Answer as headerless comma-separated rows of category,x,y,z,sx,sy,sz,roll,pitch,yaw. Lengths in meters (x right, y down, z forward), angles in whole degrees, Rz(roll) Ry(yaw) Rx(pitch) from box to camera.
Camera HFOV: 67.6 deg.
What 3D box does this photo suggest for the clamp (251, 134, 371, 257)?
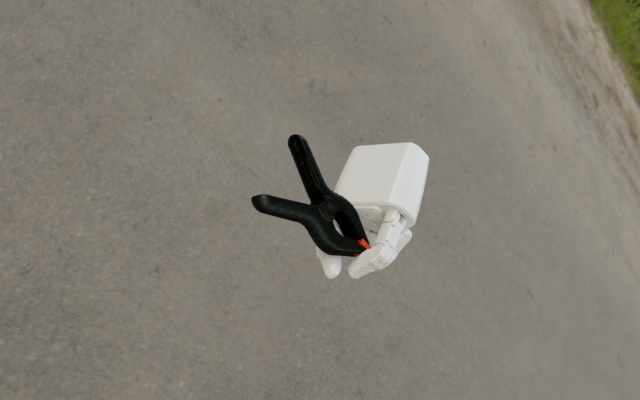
clamp,0.001,0.002,0.582,0.171,0.120,0.039,39,-34,-30
